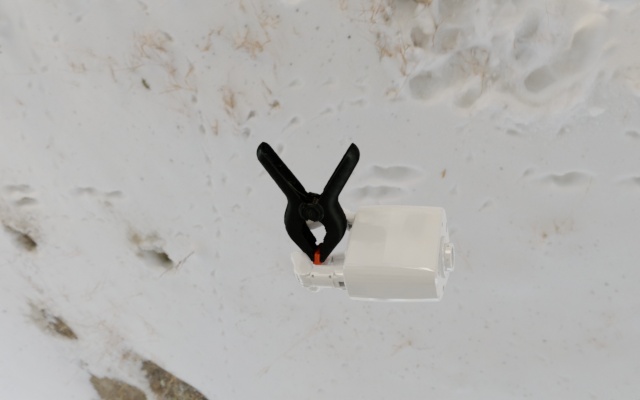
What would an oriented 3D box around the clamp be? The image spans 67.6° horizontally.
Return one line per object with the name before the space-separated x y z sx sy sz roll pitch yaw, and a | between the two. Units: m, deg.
clamp | 0.000 0.002 0.574 0.120 0.172 0.039 -2 33 24
